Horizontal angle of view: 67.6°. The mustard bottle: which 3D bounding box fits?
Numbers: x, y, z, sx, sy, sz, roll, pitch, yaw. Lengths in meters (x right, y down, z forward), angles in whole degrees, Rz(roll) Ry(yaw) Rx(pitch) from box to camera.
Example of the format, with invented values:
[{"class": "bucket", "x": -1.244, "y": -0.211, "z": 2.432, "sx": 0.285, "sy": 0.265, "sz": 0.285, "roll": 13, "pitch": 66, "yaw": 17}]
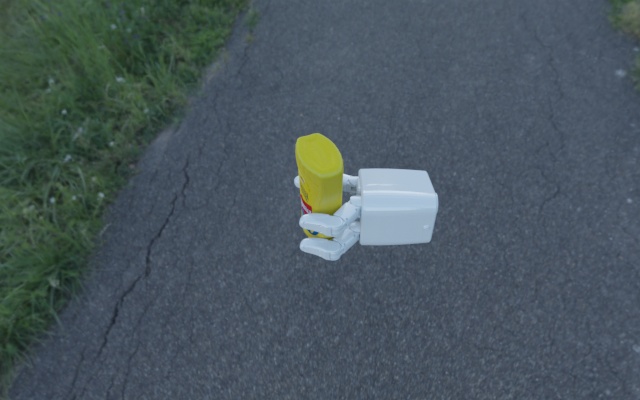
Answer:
[{"class": "mustard bottle", "x": 0.000, "y": 0.002, "z": 0.708, "sx": 0.058, "sy": 0.192, "sz": 0.096, "roll": -18, "pitch": 47, "yaw": -15}]
